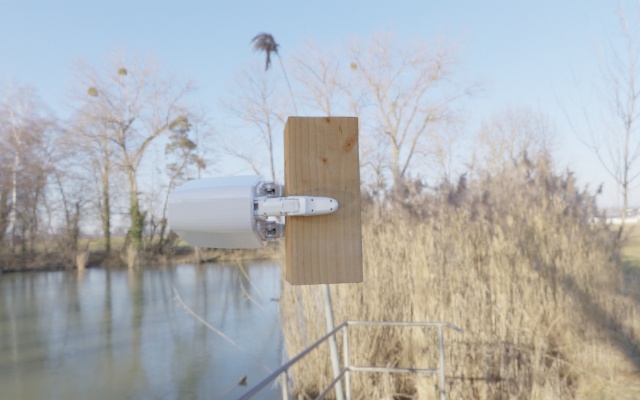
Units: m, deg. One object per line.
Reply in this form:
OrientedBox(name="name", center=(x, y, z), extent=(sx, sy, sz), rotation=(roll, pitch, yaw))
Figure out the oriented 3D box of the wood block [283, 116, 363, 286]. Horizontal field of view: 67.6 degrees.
OrientedBox(name="wood block", center=(0.000, 0.002, 0.623), extent=(0.090, 0.206, 0.091), rotation=(-1, -4, -9))
